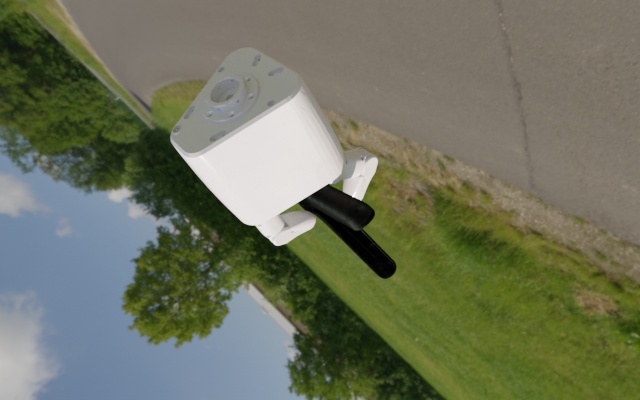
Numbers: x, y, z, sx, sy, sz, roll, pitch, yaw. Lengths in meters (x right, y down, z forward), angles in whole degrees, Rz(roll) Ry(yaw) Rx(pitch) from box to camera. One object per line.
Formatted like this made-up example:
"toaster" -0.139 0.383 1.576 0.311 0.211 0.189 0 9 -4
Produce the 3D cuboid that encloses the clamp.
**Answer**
"clamp" -0.001 0.002 0.525 0.210 0.036 0.165 39 -11 35
